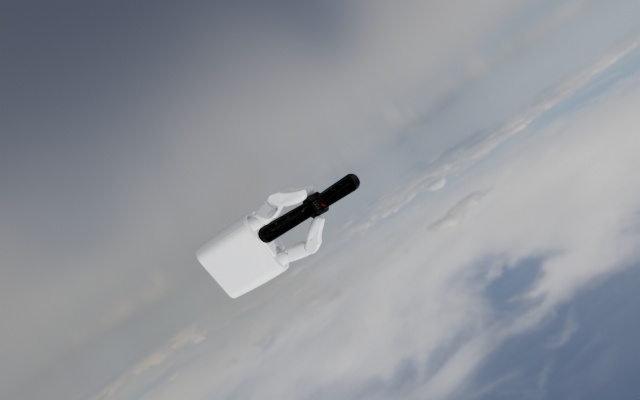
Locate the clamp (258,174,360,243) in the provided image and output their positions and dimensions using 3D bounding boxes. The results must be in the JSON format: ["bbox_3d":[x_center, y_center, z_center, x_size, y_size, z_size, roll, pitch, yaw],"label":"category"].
[{"bbox_3d":[0.000,0.003,0.756,0.164,0.036,0.210,-31,0,14],"label":"clamp"}]
